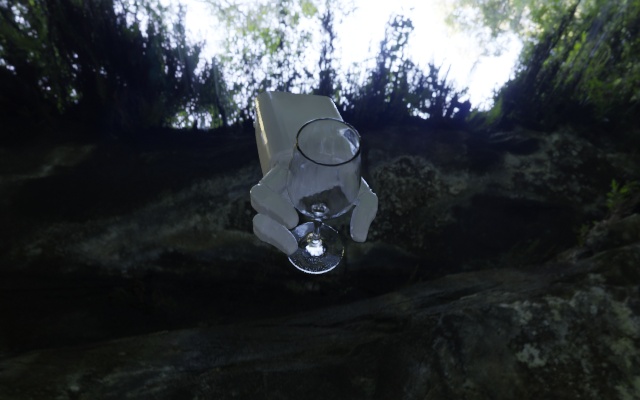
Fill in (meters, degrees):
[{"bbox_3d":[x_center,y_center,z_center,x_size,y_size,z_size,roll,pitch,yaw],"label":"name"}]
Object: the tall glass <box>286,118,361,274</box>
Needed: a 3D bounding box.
[{"bbox_3d":[0.000,0.002,0.529,0.079,0.079,0.201,0,-35,-6],"label":"tall glass"}]
